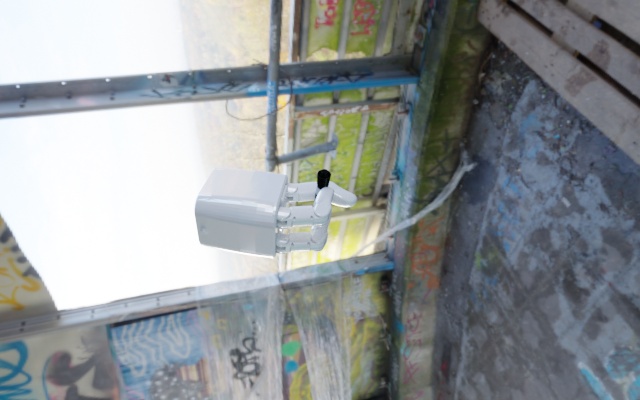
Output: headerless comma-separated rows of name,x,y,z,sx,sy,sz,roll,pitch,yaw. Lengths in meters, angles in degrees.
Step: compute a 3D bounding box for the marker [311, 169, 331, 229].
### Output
marker,0.000,0.002,0.680,0.020,0.020,0.121,0,-43,-7
